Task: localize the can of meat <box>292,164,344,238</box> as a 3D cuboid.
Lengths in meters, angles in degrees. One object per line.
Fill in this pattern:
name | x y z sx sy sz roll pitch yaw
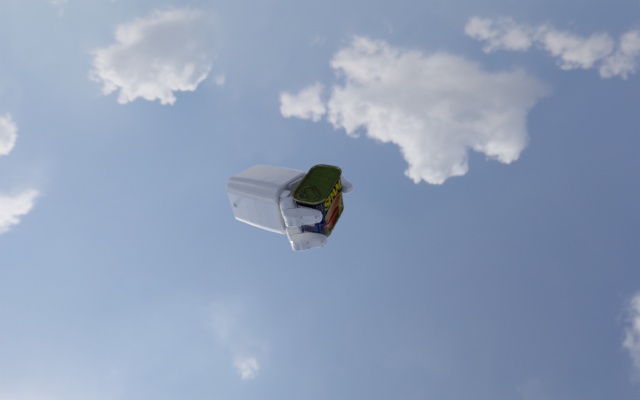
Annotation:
can of meat | 0.000 0.003 0.803 0.057 0.084 0.102 10 42 22
